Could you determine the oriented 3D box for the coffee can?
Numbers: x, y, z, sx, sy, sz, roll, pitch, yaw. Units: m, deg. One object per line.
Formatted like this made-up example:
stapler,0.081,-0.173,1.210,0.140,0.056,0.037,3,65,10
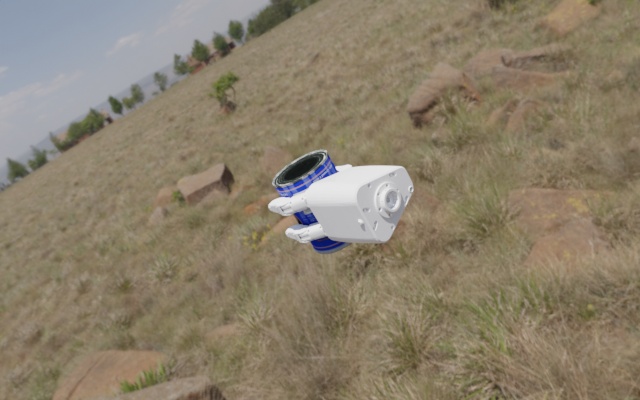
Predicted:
coffee can,0.000,0.003,0.788,0.103,0.140,0.102,-27,22,12
